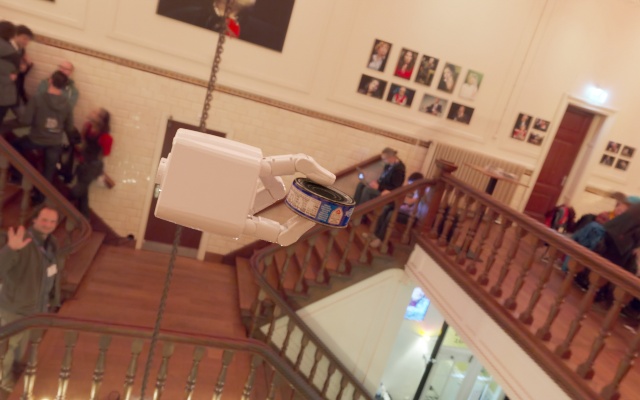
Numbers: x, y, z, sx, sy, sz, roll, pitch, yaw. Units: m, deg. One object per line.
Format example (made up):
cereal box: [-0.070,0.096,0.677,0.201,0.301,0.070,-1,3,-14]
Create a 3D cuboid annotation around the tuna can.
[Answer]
tuna can: [0.000,0.001,0.605,0.086,0.034,0.086,21,13,-5]
